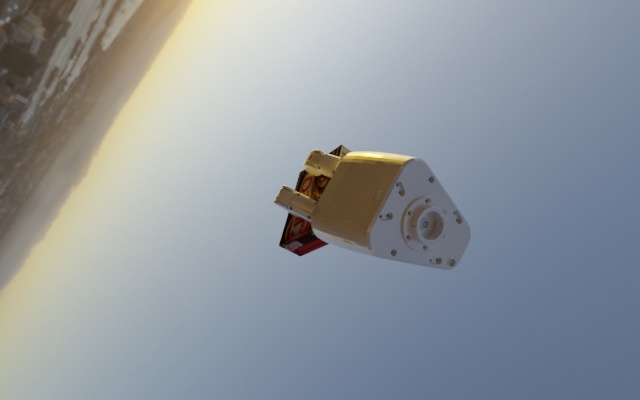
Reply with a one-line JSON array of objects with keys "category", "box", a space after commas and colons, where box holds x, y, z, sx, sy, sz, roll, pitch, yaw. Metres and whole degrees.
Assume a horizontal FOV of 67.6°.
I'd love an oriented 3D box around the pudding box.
[{"category": "pudding box", "box": [0.000, 0.002, 0.565, 0.039, 0.113, 0.090, 33, -36, -24]}]
